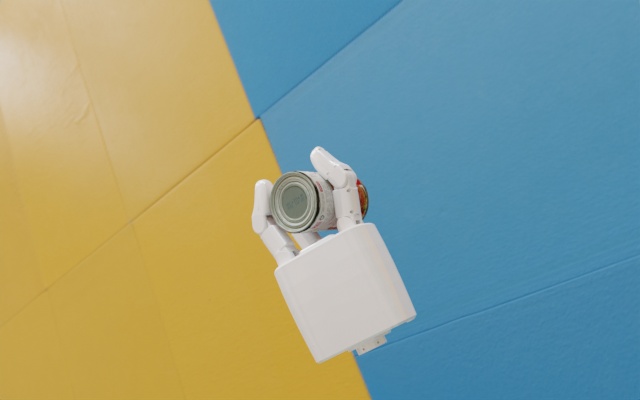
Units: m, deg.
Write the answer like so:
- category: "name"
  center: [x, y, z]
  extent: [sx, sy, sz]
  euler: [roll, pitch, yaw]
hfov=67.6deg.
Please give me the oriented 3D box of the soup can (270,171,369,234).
- category: "soup can"
  center: [0.000, 0.001, 0.540]
  extent: [0.068, 0.068, 0.102]
  euler: [0, 1, 36]
